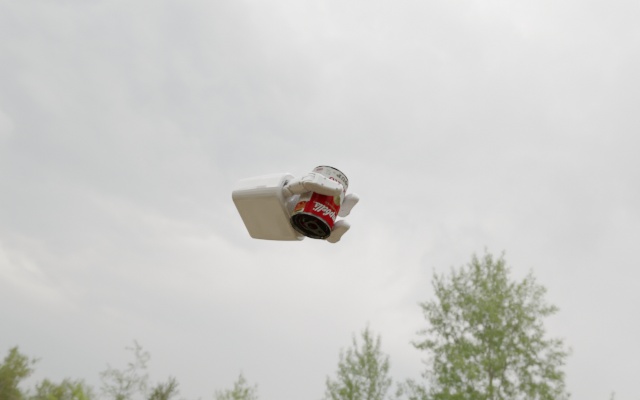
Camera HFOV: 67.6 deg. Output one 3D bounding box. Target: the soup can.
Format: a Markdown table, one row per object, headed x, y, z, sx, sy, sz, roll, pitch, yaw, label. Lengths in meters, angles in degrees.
| x | y | z | sx | sy | sz | roll | pitch | yaw | label |
| --- | --- | --- | --- | --- | --- | --- | --- | --- | --- |
| 0.001 | 0.002 | 0.767 | 0.068 | 0.102 | 0.069 | 15 | -35 | 11 | soup can |
